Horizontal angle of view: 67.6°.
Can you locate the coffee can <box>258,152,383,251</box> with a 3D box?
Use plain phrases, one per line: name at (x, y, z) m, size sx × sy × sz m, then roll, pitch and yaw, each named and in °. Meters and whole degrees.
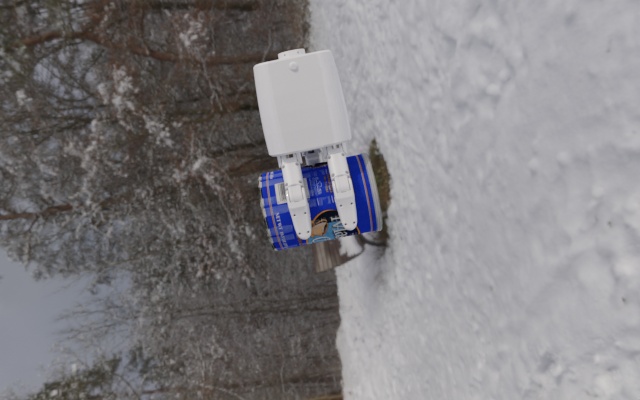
coffee can at (0.000, 0.002, 0.616) m, size 0.140 × 0.103 × 0.103 m, roll -12°, pitch 0°, yaw 1°
